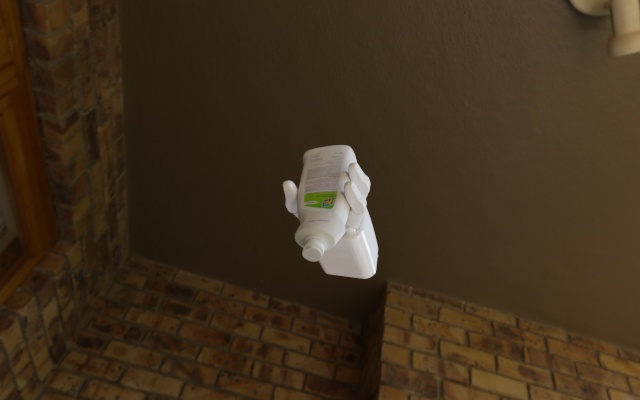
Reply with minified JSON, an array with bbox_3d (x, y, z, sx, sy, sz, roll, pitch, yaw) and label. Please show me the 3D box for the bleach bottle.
[{"bbox_3d":[0.000,0.003,0.796,0.102,0.068,0.250,-8,37,18],"label":"bleach bottle"}]
